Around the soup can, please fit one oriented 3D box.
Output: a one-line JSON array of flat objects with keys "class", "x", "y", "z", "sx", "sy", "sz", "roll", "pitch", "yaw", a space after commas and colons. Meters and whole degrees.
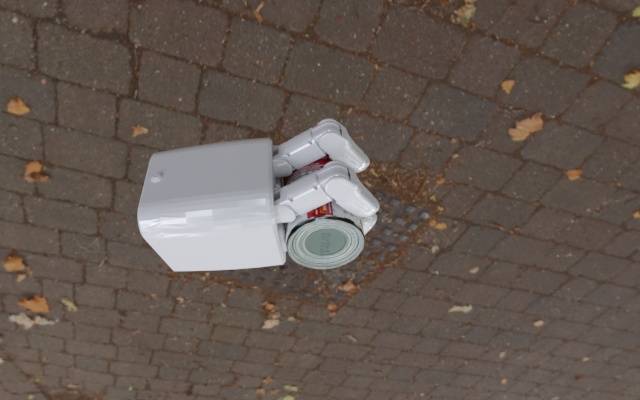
[{"class": "soup can", "x": 0.001, "y": 0.002, "z": 0.429, "sx": 0.068, "sy": 0.102, "sz": 0.069, "roll": -3, "pitch": -44, "yaw": -3}]
